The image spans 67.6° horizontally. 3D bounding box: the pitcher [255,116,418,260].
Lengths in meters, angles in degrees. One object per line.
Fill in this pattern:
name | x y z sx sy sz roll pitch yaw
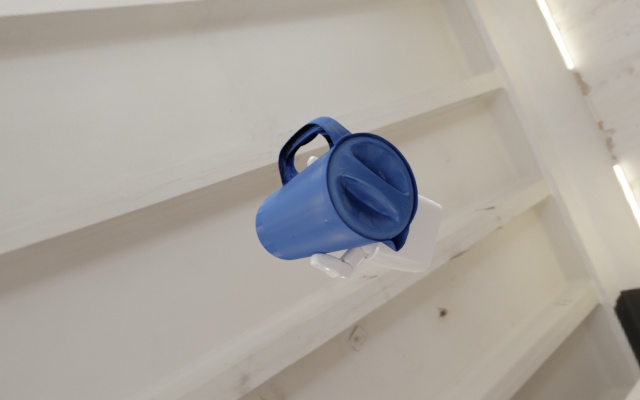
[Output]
pitcher | 0.000 0.002 0.647 0.145 0.149 0.243 17 -23 -27
